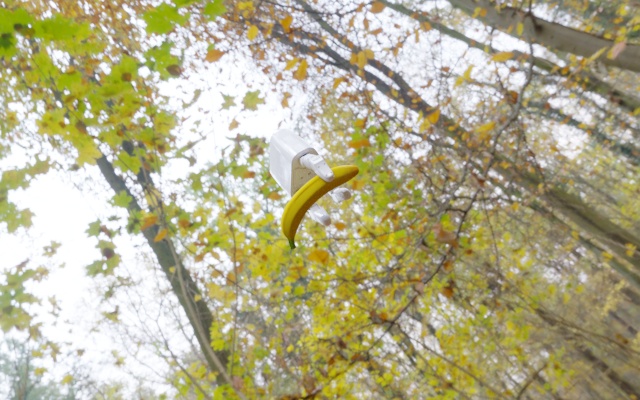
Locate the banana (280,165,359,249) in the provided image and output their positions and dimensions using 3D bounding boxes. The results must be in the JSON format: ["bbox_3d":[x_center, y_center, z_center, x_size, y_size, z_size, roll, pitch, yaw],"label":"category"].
[{"bbox_3d":[-0.012,-0.004,0.880,0.070,0.198,0.037,41,0,-42],"label":"banana"}]
